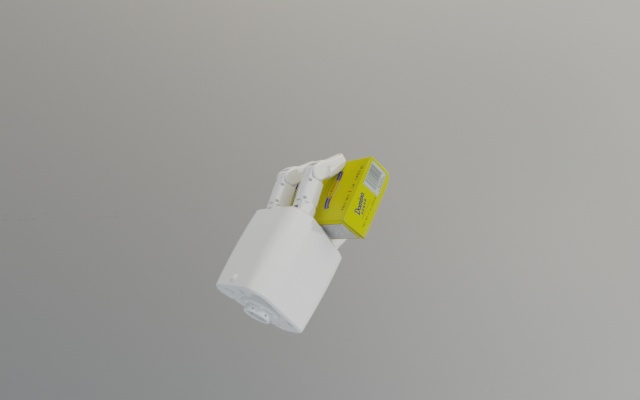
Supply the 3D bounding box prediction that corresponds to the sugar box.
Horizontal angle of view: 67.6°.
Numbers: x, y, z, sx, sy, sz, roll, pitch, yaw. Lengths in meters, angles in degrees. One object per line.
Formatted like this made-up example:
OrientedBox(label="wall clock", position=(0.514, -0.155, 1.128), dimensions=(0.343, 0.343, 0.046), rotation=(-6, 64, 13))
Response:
OrientedBox(label="sugar box", position=(0.000, 0.002, 0.611), dimensions=(0.176, 0.093, 0.048), rotation=(-6, -39, 49))
